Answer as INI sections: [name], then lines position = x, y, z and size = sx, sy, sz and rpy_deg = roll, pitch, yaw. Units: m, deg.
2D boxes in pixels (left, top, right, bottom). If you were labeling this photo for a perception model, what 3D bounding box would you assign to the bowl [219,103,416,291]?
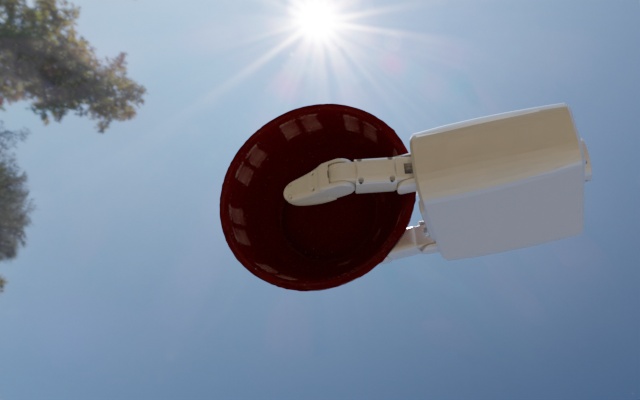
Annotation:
[bowl]
position = -0.001, 0.001, 0.402
size = 0.162, 0.162, 0.055
rpy_deg = 0, -22, 15
